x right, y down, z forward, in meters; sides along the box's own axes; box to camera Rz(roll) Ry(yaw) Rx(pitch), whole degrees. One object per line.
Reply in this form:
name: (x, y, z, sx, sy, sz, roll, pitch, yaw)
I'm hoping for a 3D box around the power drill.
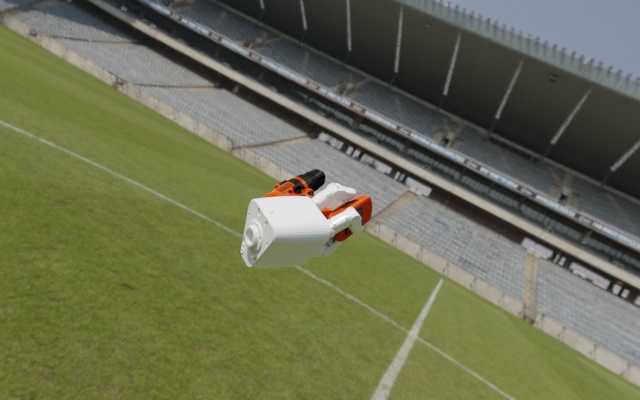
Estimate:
power drill: (0.000, 0.003, 0.897, 0.187, 0.057, 0.184, 17, 37, 35)
